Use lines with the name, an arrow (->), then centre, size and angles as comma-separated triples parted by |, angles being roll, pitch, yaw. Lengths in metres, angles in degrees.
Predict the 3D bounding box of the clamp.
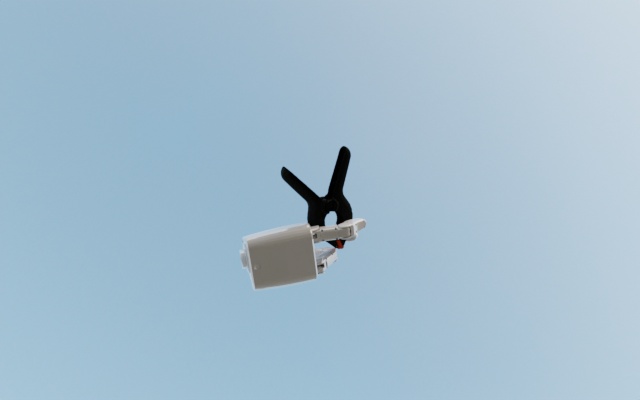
clamp -> 0.000, 0.003, 0.786 | 0.120, 0.171, 0.039 | -10, 14, -13
